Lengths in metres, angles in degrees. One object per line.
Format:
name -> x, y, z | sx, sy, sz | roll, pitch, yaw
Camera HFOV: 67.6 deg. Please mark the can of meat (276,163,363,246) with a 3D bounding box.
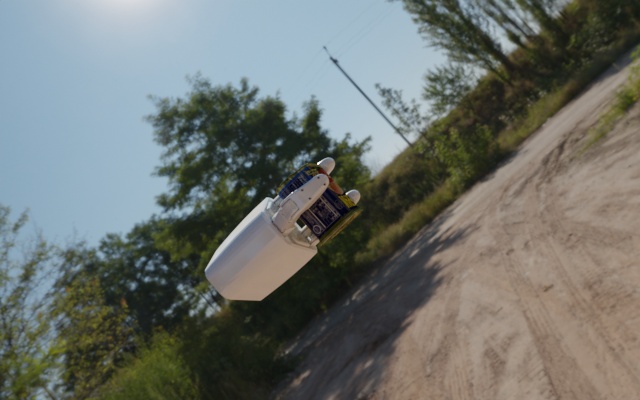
can of meat -> 0.000, 0.002, 0.583 | 0.057, 0.084, 0.102 | -44, -6, 10
